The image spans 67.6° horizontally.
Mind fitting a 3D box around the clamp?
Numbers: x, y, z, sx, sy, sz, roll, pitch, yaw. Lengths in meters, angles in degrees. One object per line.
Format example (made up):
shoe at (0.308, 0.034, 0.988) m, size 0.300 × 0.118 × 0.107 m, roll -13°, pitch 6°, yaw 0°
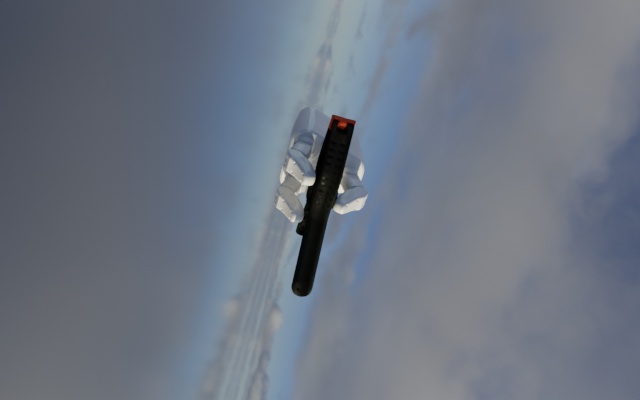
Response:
clamp at (0.001, 0.002, 0.586) m, size 0.036 × 0.210 × 0.164 m, roll 13°, pitch 30°, yaw -8°
